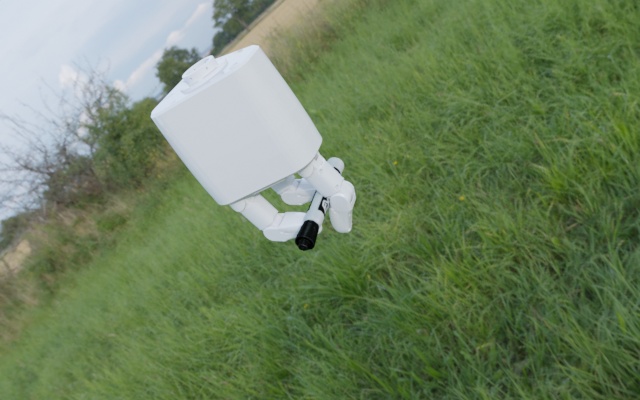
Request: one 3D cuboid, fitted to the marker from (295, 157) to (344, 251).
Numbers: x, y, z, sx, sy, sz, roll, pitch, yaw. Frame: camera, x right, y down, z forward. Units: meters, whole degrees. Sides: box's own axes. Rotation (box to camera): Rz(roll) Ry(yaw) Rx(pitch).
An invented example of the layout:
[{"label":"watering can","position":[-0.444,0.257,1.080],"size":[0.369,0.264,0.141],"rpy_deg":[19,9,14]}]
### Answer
[{"label":"marker","position":[0.000,0.002,0.465],"size":[0.020,0.020,0.121],"rpy_deg":[0,42,21]}]
